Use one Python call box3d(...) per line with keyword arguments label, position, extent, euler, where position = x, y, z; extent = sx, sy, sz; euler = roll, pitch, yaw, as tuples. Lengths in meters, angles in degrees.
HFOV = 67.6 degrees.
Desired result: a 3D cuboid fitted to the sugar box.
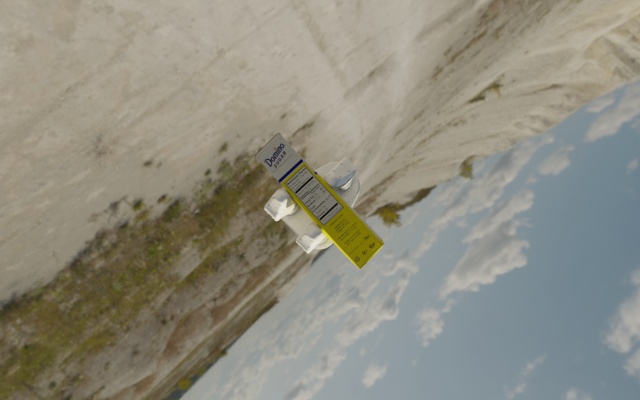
box3d(label="sugar box", position=(0.000, 0.002, 0.575), extent=(0.176, 0.048, 0.093), euler=(44, 0, 4))
